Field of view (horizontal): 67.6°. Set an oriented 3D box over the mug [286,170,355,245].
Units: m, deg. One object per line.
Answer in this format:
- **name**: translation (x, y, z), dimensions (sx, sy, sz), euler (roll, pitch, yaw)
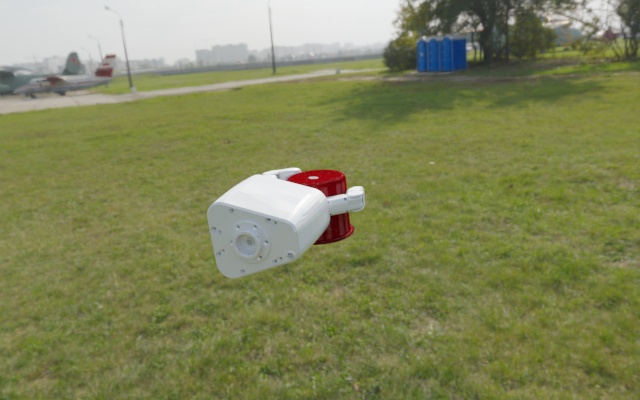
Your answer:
- **mug**: translation (0.001, 0.002, 0.663), dimensions (0.093, 0.081, 0.117), euler (-1, 18, 16)
